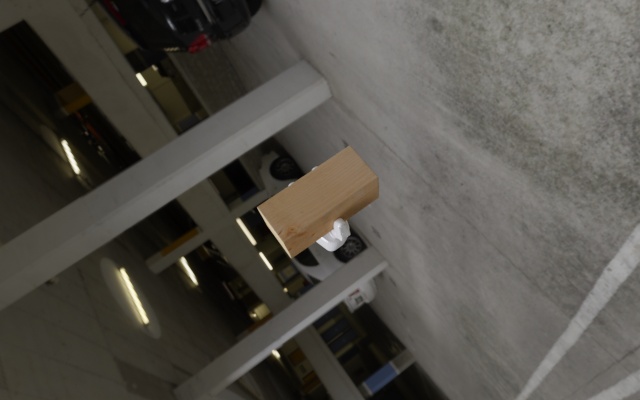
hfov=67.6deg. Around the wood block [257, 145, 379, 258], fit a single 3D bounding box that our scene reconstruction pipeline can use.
[{"bbox_3d":[0.000,0.003,0.888,0.206,0.090,0.090,-35,-24,-10],"label":"wood block"}]
